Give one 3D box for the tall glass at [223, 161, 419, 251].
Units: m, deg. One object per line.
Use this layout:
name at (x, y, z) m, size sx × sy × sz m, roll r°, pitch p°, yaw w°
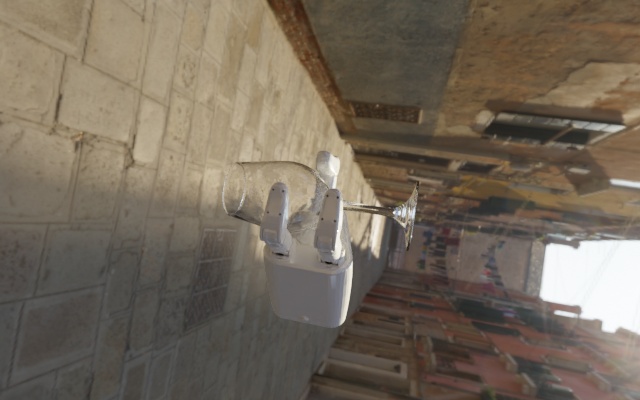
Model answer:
tall glass at (0.001, 0.002, 0.514) m, size 0.201 × 0.079 × 0.079 m, roll 9°, pitch 2°, yaw 11°
